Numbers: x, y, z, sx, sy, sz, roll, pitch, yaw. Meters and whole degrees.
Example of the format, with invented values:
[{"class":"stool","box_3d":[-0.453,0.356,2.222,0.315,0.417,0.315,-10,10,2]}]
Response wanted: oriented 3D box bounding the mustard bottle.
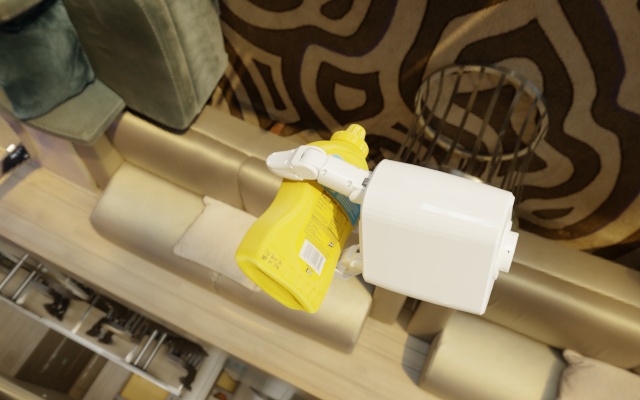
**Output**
[{"class":"mustard bottle","box_3d":[0.000,0.002,0.456,0.058,0.191,0.096,0,-38,43]}]
